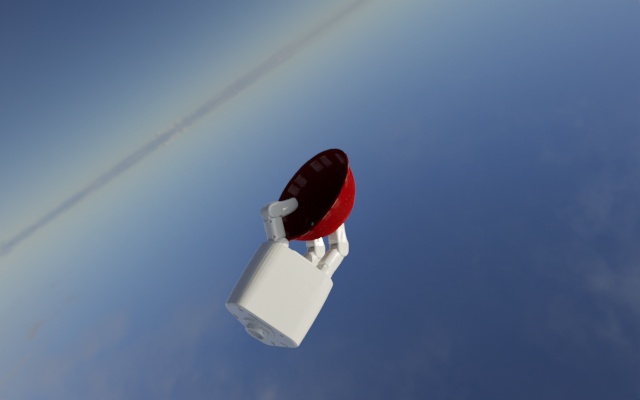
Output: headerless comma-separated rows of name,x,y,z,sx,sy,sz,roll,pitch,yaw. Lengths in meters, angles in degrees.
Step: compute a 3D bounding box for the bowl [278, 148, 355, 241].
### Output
bowl,0.001,0.001,0.721,0.055,0.162,0.162,36,-19,-29
